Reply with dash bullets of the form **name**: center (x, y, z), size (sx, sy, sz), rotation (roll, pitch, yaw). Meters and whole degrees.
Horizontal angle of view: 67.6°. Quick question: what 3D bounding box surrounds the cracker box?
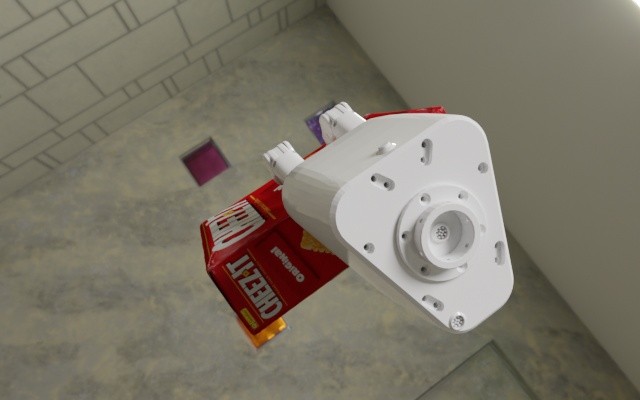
- **cracker box**: center (0.000, 0.001, 0.426), size (0.213, 0.072, 0.164), rotation (-34, 15, -9)
